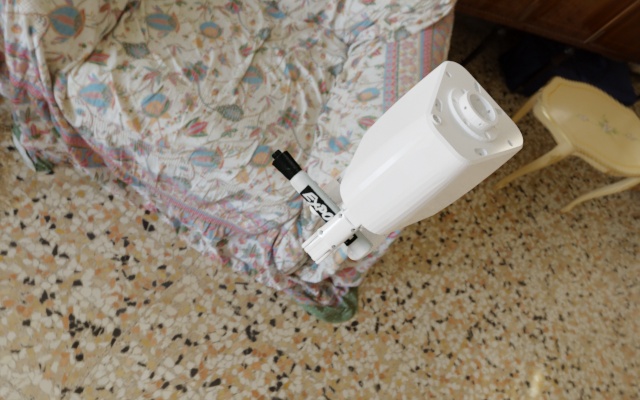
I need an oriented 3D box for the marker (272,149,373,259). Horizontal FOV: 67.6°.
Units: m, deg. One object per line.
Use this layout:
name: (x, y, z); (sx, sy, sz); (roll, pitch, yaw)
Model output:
marker: (0.000, 0.001, 0.427); (0.020, 0.121, 0.020); (-42, -1, -1)
